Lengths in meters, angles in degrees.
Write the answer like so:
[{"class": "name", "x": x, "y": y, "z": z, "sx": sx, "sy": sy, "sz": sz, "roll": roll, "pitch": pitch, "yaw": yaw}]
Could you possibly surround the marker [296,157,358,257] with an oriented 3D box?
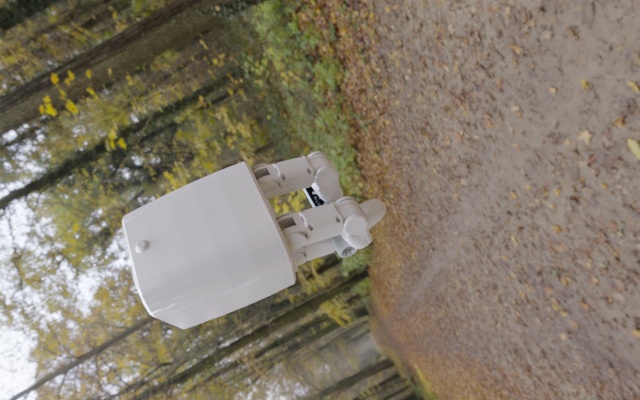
[{"class": "marker", "x": 0.000, "y": 0.001, "z": 0.445, "sx": 0.020, "sy": 0.020, "sz": 0.121, "roll": 0, "pitch": 44, "yaw": -35}]
